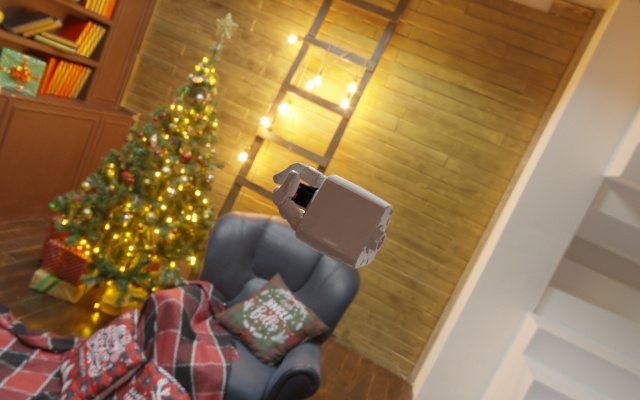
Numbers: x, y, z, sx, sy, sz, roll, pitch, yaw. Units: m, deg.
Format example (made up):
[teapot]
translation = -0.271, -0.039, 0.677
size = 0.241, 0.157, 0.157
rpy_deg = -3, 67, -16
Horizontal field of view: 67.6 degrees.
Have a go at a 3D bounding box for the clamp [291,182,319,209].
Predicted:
[clamp]
translation = 0.000, 0.002, 0.822
size = 0.120, 0.039, 0.171
rpy_deg = 28, 10, 22
